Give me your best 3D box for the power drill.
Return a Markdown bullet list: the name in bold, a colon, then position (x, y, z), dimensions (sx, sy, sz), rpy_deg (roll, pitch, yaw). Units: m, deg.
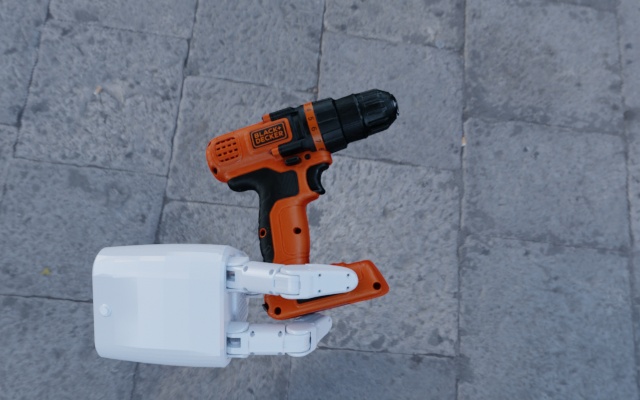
- **power drill**: position (0.000, 0.002, 0.429), dimensions (0.184, 0.187, 0.057), rpy_deg (-17, -16, 8)
